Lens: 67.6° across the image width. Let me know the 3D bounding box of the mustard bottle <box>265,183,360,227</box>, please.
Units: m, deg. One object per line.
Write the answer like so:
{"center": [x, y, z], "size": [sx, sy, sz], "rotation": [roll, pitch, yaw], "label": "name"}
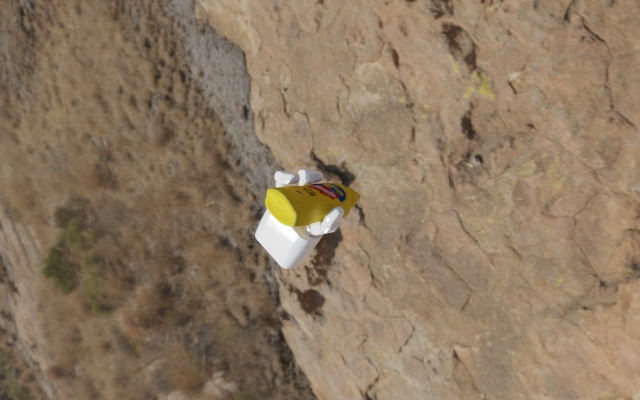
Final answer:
{"center": [0.000, 0.003, 0.893], "size": [0.191, 0.058, 0.096], "rotation": [-8, 30, -39], "label": "mustard bottle"}
